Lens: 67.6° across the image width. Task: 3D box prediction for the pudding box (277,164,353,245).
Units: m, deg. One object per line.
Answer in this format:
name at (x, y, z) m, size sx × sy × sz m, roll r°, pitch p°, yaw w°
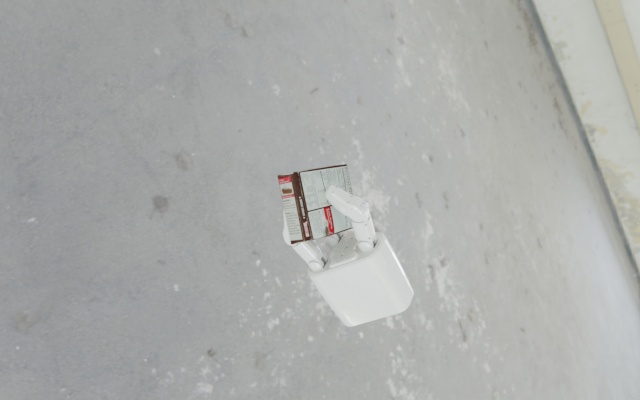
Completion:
pudding box at (0.000, 0.002, 0.626) m, size 0.039 × 0.090 × 0.113 m, roll -11°, pitch 1°, yaw 36°
